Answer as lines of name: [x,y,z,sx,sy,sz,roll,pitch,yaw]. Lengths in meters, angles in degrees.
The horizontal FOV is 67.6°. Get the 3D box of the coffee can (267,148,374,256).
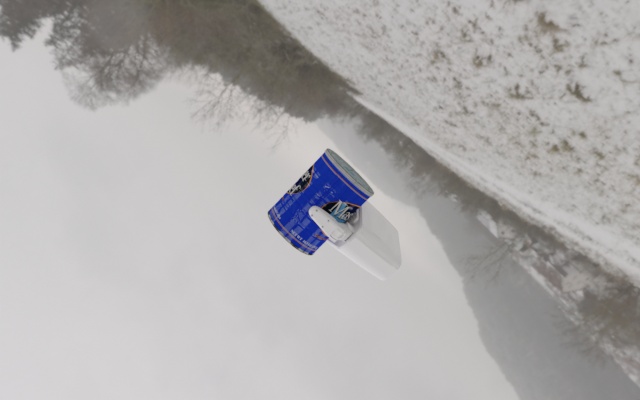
coffee can: [0.000,0.002,0.757,0.103,0.140,0.102,42,11,-11]
